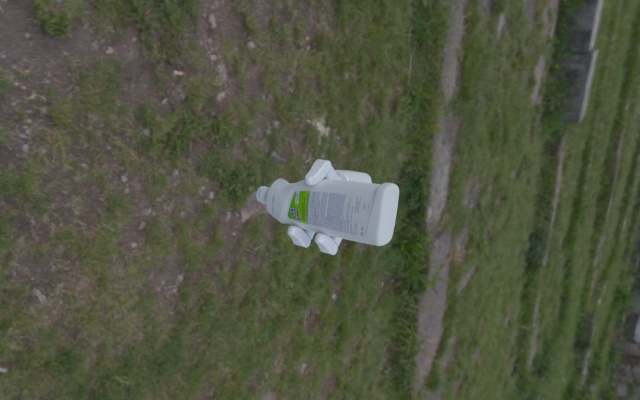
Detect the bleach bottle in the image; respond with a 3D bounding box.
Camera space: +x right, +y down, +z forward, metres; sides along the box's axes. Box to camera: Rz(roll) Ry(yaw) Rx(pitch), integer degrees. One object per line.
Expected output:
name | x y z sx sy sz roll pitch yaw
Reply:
bleach bottle | 0.000 0.003 0.802 0.251 0.102 0.068 12 10 29
